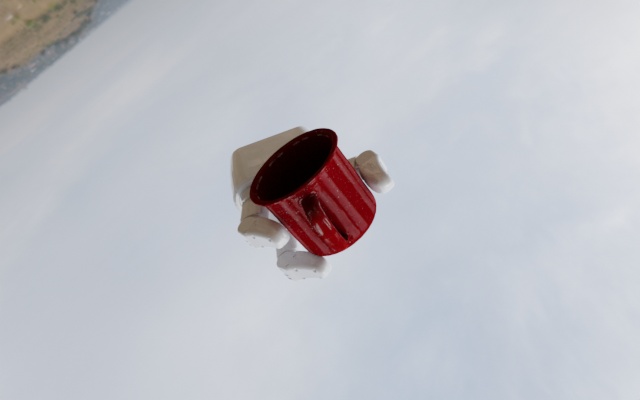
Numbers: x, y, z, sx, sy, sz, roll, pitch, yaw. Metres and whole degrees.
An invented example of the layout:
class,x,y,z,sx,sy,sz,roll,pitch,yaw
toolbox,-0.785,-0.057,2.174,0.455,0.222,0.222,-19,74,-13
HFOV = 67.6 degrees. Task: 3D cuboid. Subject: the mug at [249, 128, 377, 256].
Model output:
class,x,y,z,sx,sy,sz,roll,pitch,yaw
mug,0.001,0.002,0.419,0.093,0.081,0.117,-36,30,7
